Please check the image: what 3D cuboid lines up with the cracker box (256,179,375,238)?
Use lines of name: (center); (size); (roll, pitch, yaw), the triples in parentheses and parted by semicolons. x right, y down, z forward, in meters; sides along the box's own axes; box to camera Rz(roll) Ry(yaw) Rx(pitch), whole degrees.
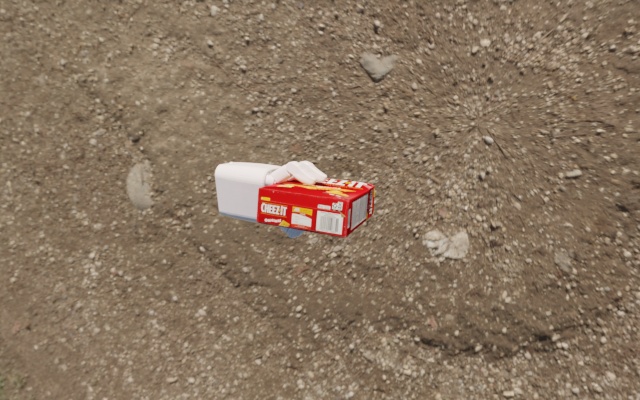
cracker box: (0.000, 0.003, 0.893); (0.164, 0.072, 0.213); (8, 11, 17)
